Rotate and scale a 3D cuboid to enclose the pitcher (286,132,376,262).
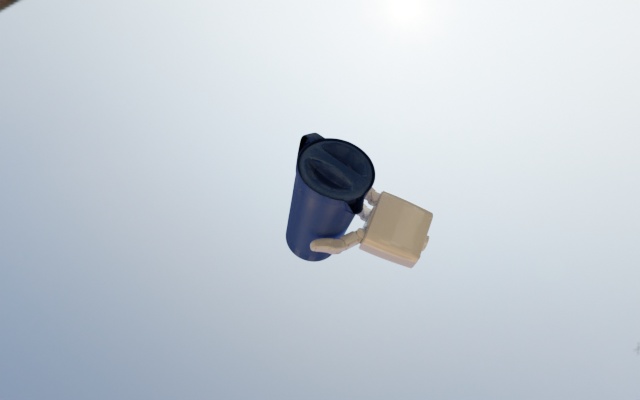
[{"bbox_3d":[0.000,0.003,0.880,0.145,0.149,0.243,20,-37,0],"label":"pitcher"}]
